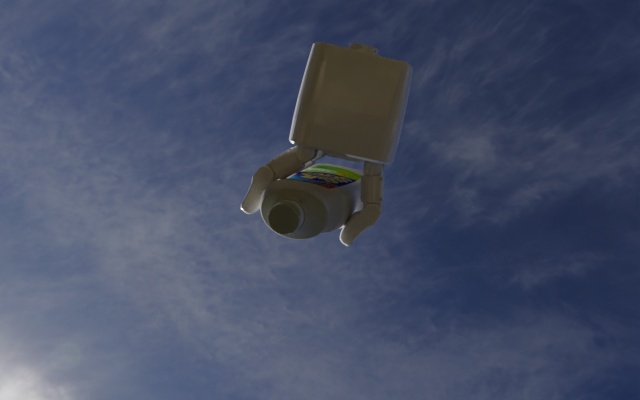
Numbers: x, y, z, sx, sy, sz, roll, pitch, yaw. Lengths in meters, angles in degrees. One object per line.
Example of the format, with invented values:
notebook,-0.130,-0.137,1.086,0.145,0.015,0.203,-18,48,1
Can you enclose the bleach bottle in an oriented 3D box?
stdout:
bleach bottle,0.000,0.002,0.548,0.102,0.068,0.251,14,11,9
